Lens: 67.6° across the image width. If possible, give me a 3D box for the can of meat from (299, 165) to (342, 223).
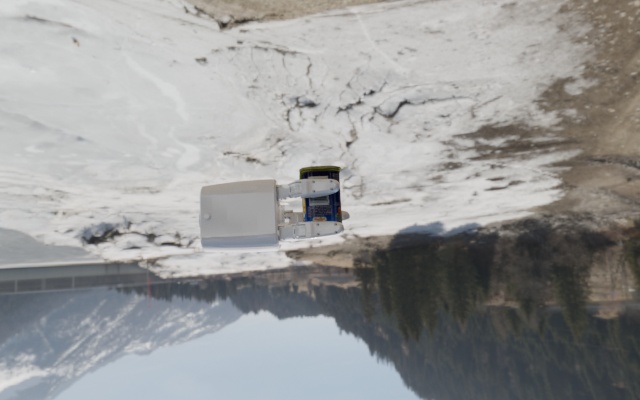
[{"bbox_3d":[0.000,0.003,0.675,0.057,0.084,0.102,-2,-8,-3],"label":"can of meat"}]
